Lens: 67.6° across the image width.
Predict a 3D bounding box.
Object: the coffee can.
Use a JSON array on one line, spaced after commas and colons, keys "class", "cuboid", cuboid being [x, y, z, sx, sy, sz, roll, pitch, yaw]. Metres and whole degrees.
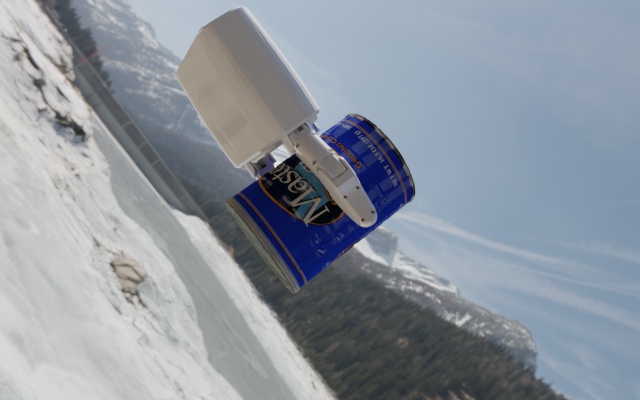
[{"class": "coffee can", "cuboid": [0.000, 0.002, 0.438, 0.140, 0.103, 0.103, -37, 9, -13]}]
